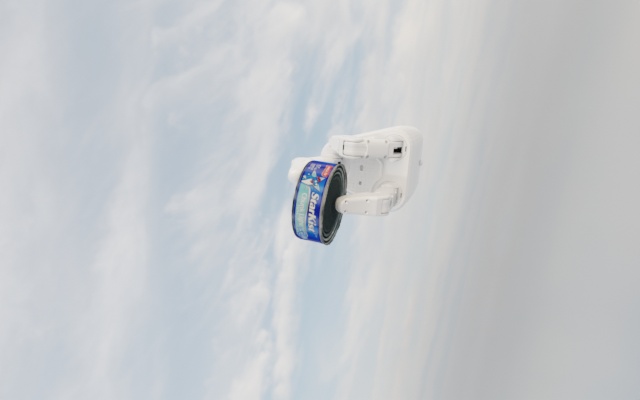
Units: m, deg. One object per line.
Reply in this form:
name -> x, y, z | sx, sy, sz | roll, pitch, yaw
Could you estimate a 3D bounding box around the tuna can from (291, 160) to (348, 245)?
tuna can -> 0.000, 0.002, 0.497 | 0.034, 0.086, 0.086 | 11, 3, 16
